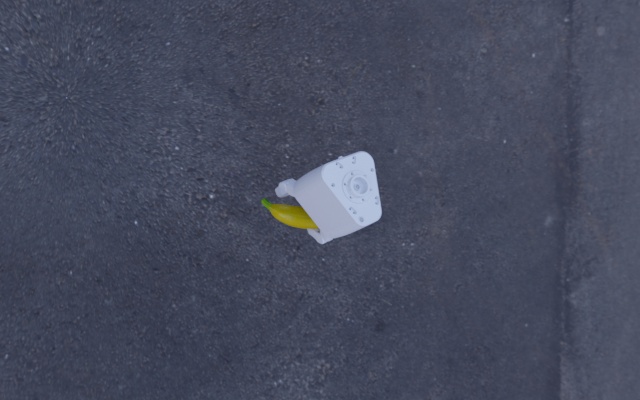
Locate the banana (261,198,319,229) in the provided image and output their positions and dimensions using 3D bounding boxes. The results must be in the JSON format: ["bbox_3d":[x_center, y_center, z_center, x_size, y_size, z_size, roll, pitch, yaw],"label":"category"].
[{"bbox_3d":[0.001,0.018,0.828,0.198,0.069,0.037,0,-35,-21],"label":"banana"}]
